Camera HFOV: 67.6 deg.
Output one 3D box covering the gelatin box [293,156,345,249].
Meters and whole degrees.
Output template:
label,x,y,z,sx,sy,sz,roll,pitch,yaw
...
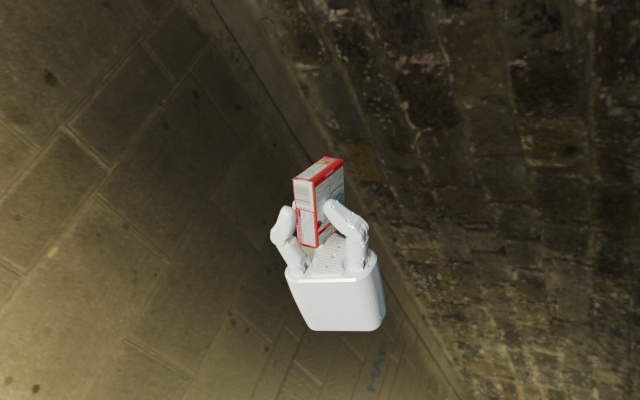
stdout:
label,x,y,z,sx,sy,sz,roll,pitch,yaw
gelatin box,0.000,0.002,0.569,0.030,0.089,0.073,12,31,28
